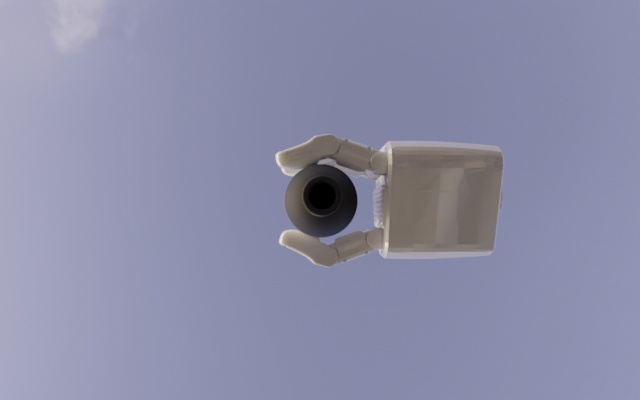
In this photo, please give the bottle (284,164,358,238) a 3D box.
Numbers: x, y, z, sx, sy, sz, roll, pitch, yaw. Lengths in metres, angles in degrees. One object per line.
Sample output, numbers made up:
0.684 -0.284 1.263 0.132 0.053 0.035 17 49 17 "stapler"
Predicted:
0.000 0.002 0.467 0.069 0.069 0.296 0 -2 0 "bottle"
